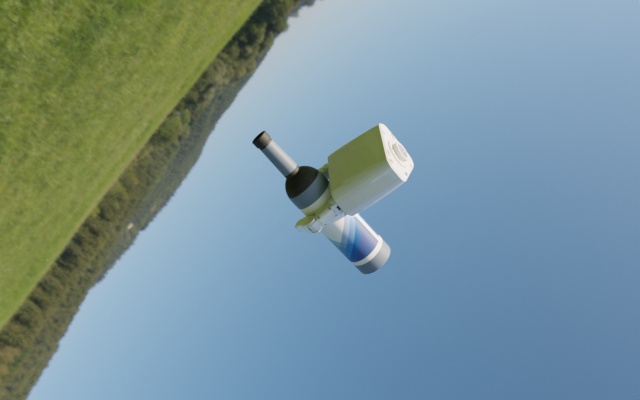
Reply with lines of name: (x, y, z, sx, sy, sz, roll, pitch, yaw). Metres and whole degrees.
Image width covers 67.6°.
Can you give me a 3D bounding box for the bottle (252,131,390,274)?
bottle: (0.000, 0.003, 0.779, 0.296, 0.069, 0.069, 47, -20, -21)
